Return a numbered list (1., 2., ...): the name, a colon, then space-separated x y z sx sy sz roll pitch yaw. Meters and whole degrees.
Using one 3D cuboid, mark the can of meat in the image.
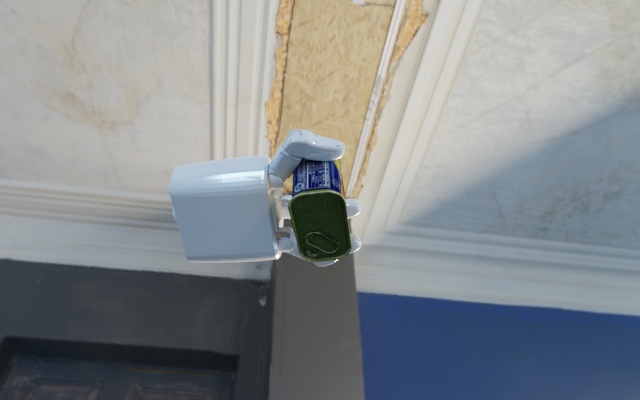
1. can of meat: 0.000 0.001 0.519 0.057 0.102 0.083 -6 43 5
